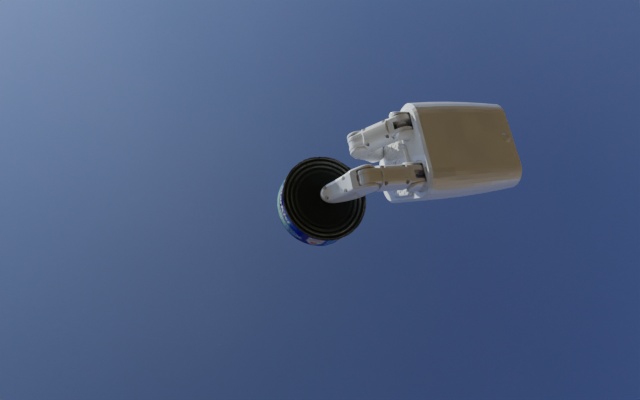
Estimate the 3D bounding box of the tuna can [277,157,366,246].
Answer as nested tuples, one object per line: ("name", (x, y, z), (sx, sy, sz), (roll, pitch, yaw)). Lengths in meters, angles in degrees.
("tuna can", (0.000, 0.002, 0.481), (0.086, 0.086, 0.034), (0, -17, -18))
